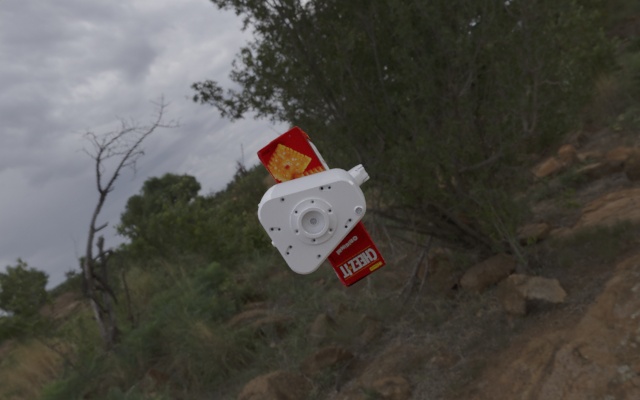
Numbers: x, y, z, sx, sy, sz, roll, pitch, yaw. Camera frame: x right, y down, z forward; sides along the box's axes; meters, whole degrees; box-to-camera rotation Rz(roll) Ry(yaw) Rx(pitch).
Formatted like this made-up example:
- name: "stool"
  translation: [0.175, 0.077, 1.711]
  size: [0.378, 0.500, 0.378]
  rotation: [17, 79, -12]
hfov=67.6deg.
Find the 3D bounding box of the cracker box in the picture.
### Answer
- name: "cracker box"
  translation: [0.000, 0.002, 0.687]
  size: [0.072, 0.214, 0.164]
  rotation: [-32, 6, 3]
